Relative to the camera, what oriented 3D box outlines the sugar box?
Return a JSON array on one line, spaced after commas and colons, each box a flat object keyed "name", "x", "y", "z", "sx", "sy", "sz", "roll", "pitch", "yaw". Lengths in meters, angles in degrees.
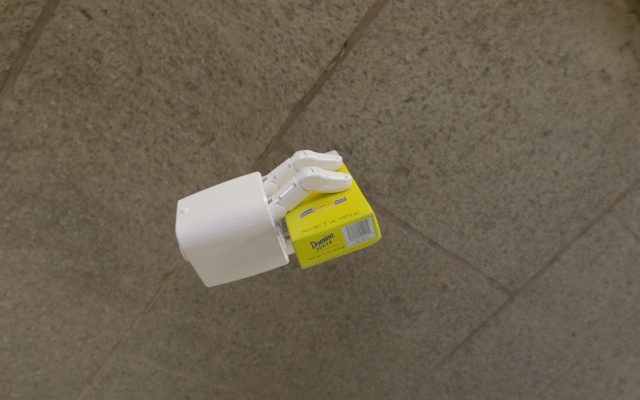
[{"name": "sugar box", "x": 0.000, "y": 0.002, "z": 0.571, "sx": 0.093, "sy": 0.048, "sz": 0.176, "roll": -19, "pitch": 32, "yaw": -3}]
